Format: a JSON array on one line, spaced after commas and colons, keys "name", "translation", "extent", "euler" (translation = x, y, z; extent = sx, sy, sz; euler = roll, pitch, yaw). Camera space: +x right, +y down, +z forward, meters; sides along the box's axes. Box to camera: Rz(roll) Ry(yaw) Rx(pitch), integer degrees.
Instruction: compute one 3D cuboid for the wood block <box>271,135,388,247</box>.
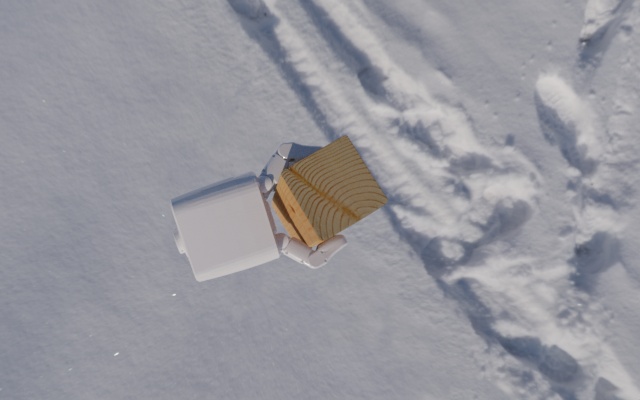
[{"name": "wood block", "translation": [0.000, 0.002, 0.617], "extent": [0.090, 0.091, 0.206], "euler": [-31, -3, -12]}]
